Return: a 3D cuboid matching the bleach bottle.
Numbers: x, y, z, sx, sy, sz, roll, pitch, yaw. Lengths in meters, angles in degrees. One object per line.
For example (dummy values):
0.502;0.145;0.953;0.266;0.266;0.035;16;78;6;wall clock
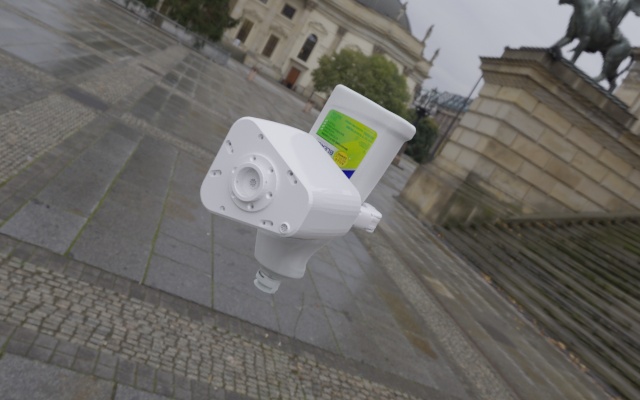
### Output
0.000;0.002;0.548;0.102;0.251;0.068;35;12;24;bleach bottle
